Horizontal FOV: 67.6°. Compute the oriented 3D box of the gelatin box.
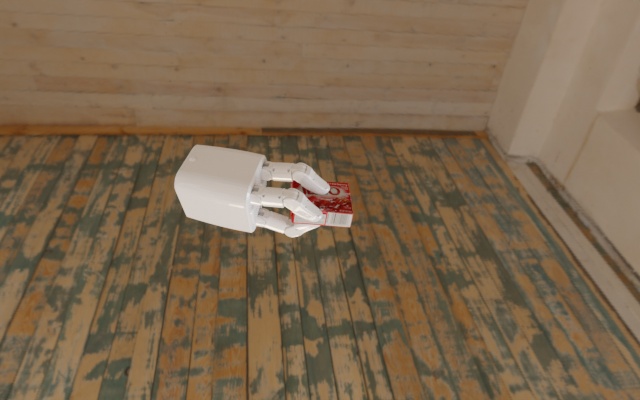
[{"bbox_3d":[0.000,0.003,0.704,0.089,0.030,0.073,5,39,-8],"label":"gelatin box"}]
